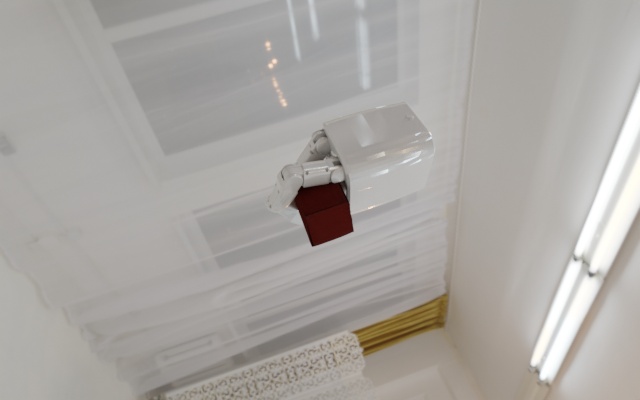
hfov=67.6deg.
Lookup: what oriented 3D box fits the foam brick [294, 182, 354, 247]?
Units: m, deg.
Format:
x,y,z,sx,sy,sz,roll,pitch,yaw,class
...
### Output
x,y,z,sx,sy,sz,roll,pitch,yaw,class
0.000,0.002,0.541,0.051,0.053,0.078,-17,46,-6,foam brick
